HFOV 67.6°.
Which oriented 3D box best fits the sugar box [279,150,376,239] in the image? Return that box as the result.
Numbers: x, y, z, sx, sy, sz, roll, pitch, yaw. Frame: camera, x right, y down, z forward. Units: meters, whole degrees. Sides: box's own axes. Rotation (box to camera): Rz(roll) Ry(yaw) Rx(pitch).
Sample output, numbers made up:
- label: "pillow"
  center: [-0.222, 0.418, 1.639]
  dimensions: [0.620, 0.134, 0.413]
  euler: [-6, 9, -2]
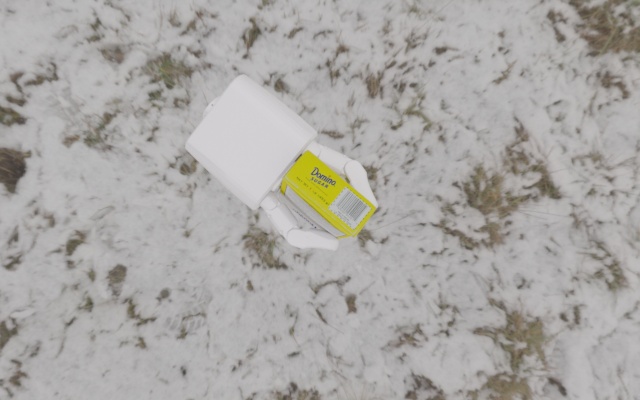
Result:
- label: "sugar box"
  center: [0.000, 0.001, 0.551]
  dimensions: [0.093, 0.048, 0.176]
  euler: [41, -6, -2]
